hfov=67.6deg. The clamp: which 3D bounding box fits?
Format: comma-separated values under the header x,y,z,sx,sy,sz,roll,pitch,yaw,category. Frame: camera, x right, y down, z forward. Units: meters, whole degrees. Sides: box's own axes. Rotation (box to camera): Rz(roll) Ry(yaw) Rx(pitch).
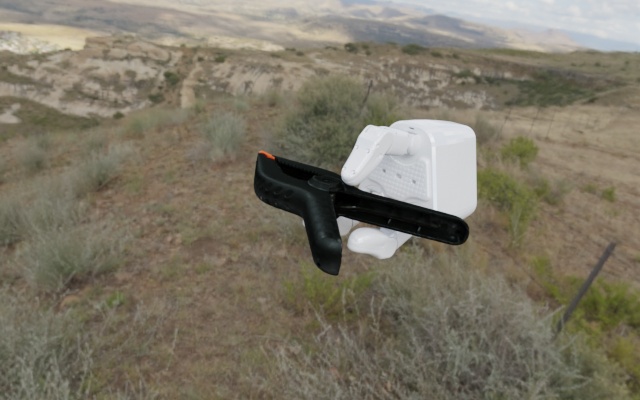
x,y,z,sx,sy,sz,roll,pitch,yaw,category
0.000,0.000,0.410,0.210,0.036,0.164,26,22,36,clamp
